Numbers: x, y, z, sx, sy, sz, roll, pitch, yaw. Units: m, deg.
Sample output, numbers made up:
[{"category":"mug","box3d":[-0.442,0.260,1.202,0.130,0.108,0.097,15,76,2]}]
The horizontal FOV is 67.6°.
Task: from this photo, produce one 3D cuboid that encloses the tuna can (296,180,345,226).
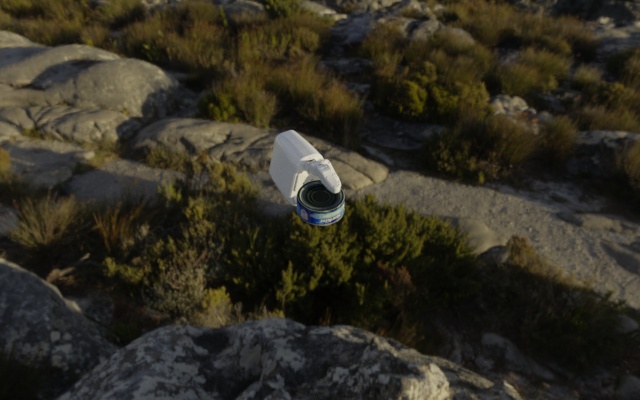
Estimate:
[{"category":"tuna can","box3d":[0.000,0.002,0.836,0.086,0.034,0.086,1,43,-1]}]
